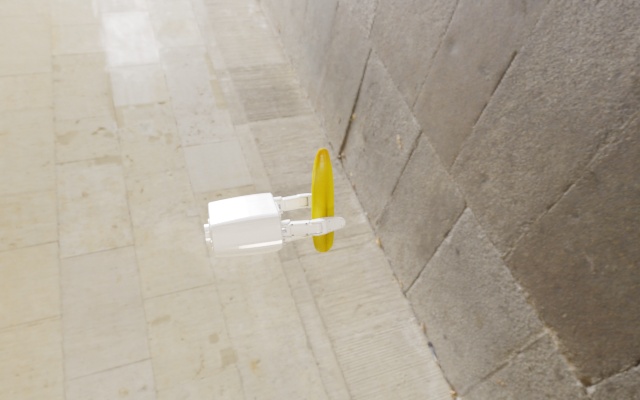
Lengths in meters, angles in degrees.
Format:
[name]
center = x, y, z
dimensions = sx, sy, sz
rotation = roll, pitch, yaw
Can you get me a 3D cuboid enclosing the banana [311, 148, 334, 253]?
[banana]
center = 0.002, 0.015, 0.778
dimensions = 0.037, 0.198, 0.069
rotation = -4, 33, -5
